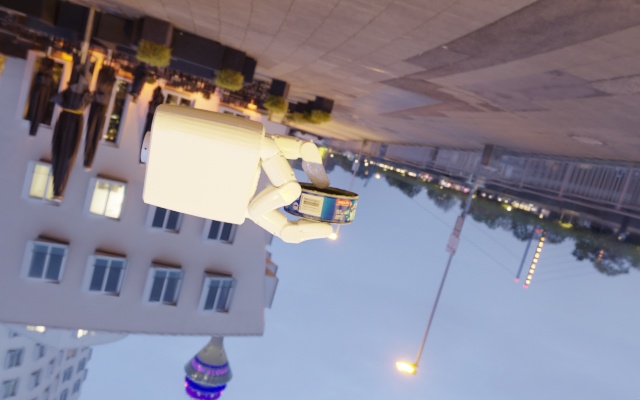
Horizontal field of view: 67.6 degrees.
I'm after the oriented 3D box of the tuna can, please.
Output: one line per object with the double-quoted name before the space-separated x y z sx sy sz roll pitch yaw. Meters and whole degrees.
"tuna can" 0.000 0.002 0.562 0.086 0.034 0.086 10 7 -1
